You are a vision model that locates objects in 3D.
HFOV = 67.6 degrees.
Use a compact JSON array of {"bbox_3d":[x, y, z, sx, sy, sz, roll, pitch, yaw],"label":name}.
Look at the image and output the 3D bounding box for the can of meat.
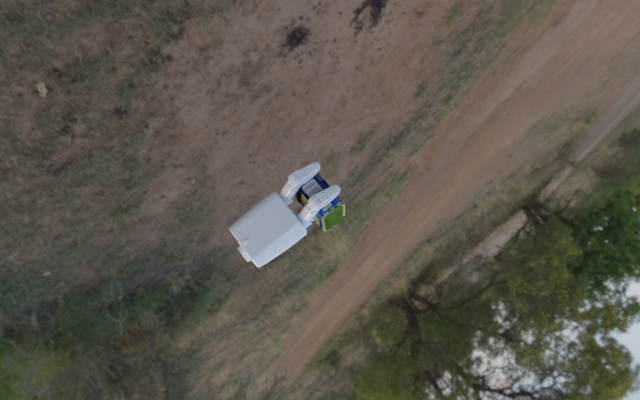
[{"bbox_3d":[0.000,0.003,0.877,0.057,0.084,0.102,-37,-18,-10],"label":"can of meat"}]
